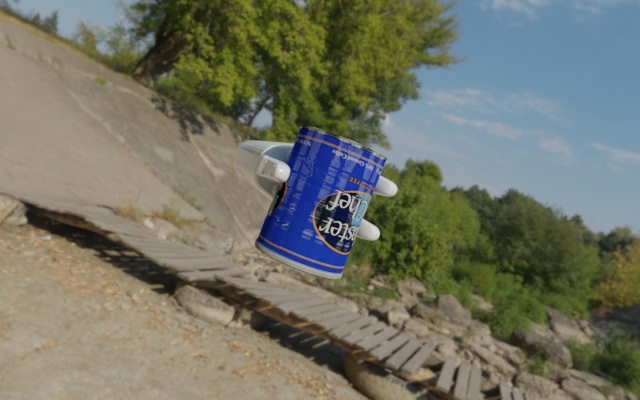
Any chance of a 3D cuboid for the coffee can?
[{"bbox_3d":[0.000,0.002,0.525,0.103,0.140,0.103,21,2,-1],"label":"coffee can"}]
